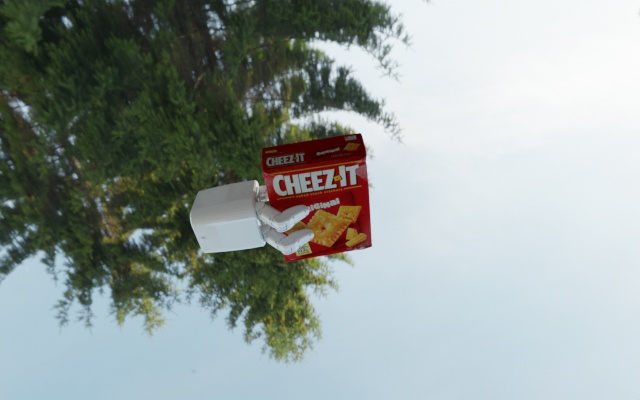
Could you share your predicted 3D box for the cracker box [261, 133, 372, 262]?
[{"bbox_3d":[0.000,0.003,0.808,0.164,0.214,0.072,-9,43,0],"label":"cracker box"}]
